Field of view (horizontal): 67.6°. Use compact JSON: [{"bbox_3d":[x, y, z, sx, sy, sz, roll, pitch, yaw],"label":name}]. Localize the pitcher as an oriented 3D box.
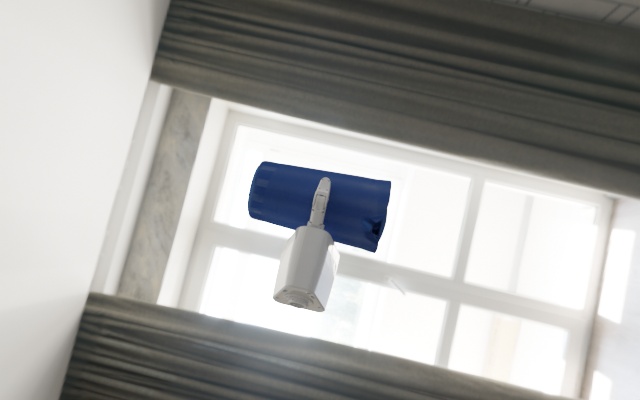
[{"bbox_3d":[0.000,0.003,0.862,0.243,0.145,0.149,13,-28,2],"label":"pitcher"}]
